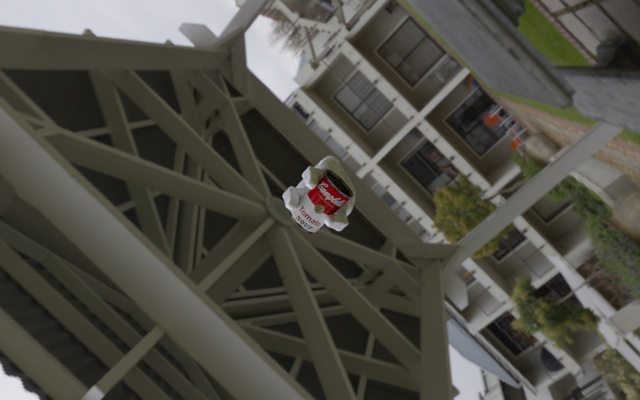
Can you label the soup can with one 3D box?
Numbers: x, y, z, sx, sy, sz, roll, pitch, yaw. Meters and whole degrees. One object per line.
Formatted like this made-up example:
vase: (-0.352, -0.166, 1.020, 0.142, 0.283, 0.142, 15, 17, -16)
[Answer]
soup can: (0.000, 0.003, 0.872, 0.102, 0.068, 0.068, -45, -18, 19)
